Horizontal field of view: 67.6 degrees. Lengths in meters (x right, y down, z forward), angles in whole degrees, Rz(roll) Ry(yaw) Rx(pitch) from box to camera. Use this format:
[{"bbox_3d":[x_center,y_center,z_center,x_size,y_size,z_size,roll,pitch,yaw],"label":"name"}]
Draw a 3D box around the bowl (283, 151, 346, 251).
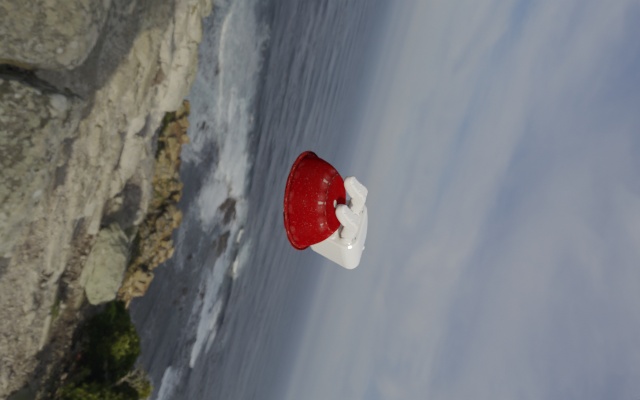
[{"bbox_3d":[0.000,0.002,0.759,0.055,0.162,0.162,5,2,23],"label":"bowl"}]
